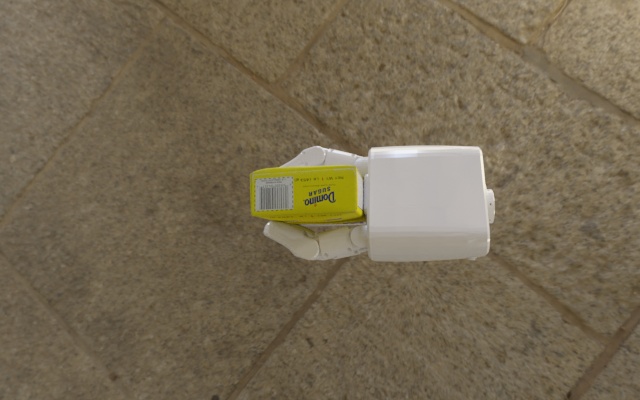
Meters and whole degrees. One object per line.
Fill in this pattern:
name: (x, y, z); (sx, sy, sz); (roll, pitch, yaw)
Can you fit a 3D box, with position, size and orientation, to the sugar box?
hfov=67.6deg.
sugar box: (0.000, 0.002, 0.481); (0.093, 0.048, 0.176); (-2, -9, 11)
